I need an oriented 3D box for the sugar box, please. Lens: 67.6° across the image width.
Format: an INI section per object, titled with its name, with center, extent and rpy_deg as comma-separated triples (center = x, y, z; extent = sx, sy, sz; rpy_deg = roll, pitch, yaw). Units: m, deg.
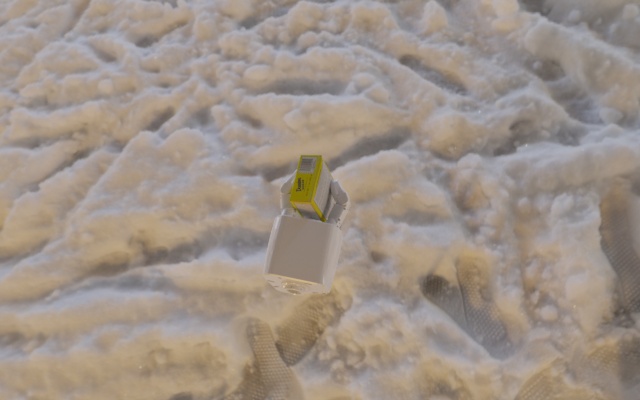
[sugar box]
center = 0.000, 0.003, 0.863
extent = 0.048, 0.093, 0.176
rpy_deg = 4, -28, 18
